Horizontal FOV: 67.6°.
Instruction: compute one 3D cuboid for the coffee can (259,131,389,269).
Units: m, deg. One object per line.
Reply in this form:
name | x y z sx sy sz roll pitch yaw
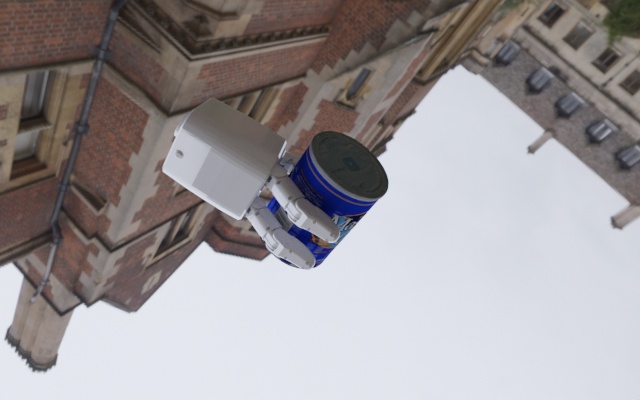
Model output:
coffee can | 0.000 0.002 0.575 0.103 0.102 0.140 0 -39 -40
